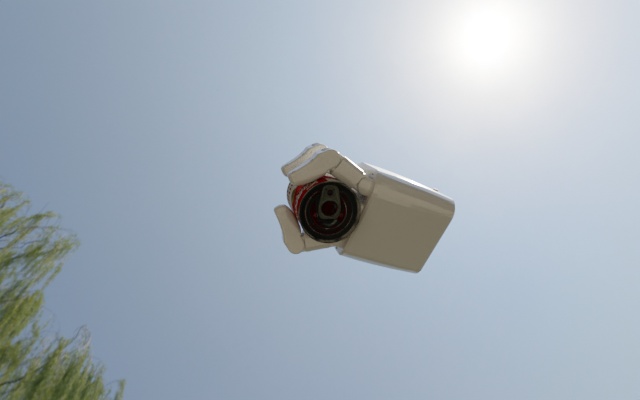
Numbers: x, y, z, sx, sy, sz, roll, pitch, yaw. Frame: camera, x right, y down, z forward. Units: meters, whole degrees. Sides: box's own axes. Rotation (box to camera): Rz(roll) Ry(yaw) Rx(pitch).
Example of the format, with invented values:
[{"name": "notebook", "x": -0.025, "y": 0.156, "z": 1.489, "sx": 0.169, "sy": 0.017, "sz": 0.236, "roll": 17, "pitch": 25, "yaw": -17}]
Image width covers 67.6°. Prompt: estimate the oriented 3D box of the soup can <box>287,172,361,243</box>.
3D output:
[{"name": "soup can", "x": 0.000, "y": 0.002, "z": 0.551, "sx": 0.068, "sy": 0.068, "sz": 0.102, "roll": 0, "pitch": 13, "yaw": -12}]
